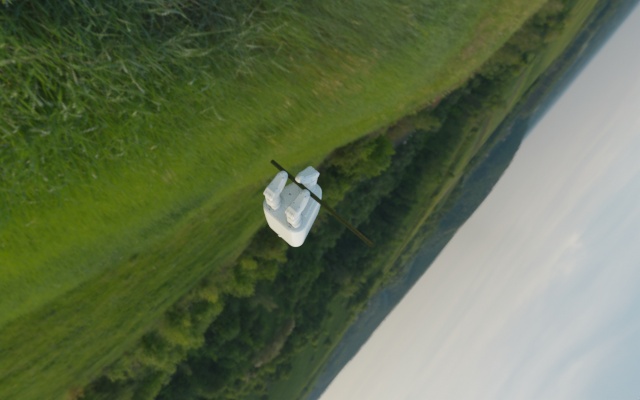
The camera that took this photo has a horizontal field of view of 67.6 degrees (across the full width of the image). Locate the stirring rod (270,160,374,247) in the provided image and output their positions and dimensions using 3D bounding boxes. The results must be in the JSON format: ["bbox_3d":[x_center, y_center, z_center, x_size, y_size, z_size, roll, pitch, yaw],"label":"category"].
[{"bbox_3d":[0.000,0.003,0.848,0.239,0.011,0.011,40,11,14],"label":"stirring rod"}]
